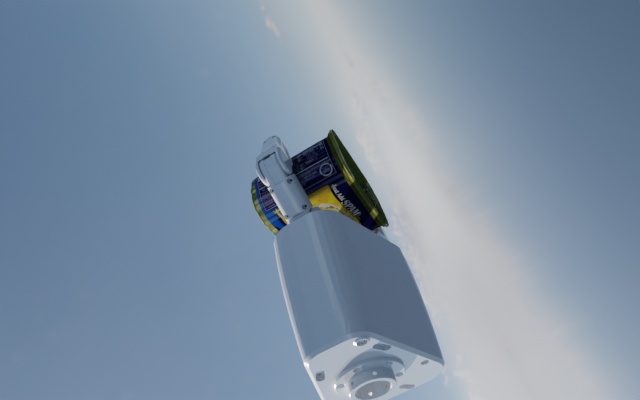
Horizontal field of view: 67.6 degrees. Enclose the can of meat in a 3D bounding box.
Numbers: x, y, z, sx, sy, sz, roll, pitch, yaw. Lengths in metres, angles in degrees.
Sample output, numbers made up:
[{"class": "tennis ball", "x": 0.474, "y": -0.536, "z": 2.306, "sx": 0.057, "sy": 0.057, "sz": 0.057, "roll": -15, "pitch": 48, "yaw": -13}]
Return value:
[{"class": "can of meat", "x": 0.000, "y": 0.001, "z": 0.417, "sx": 0.084, "sy": 0.057, "sz": 0.102, "roll": -29, "pitch": -44, "yaw": 11}]
